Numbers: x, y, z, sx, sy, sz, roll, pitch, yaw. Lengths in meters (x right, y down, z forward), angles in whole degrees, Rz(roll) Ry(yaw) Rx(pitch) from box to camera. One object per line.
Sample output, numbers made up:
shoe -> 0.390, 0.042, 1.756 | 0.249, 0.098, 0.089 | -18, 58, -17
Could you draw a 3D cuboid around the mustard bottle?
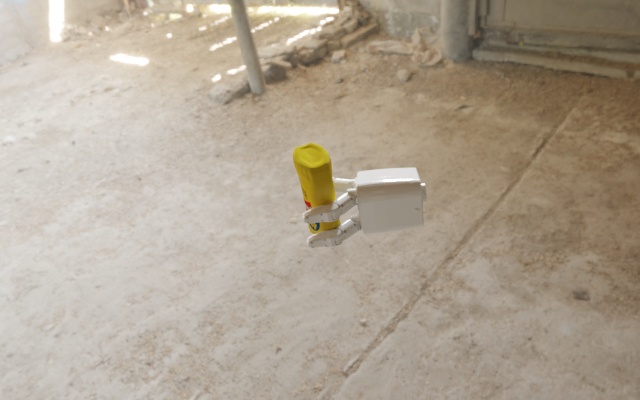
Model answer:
mustard bottle -> 0.000, 0.003, 0.826 | 0.058, 0.192, 0.096 | -20, 35, -11
